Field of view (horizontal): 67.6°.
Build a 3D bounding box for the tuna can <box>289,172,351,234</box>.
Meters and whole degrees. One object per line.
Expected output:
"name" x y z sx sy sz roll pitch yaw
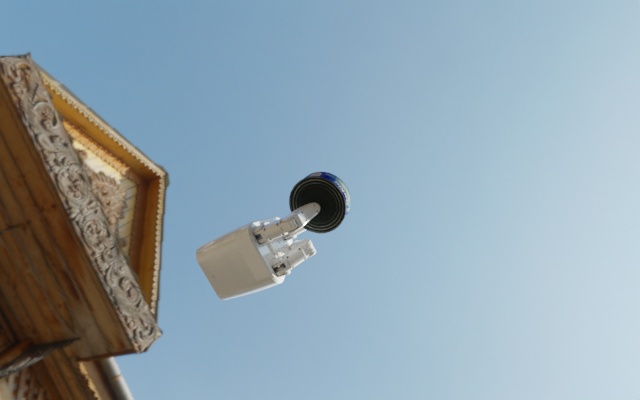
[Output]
"tuna can" 0.000 0.002 0.693 0.086 0.086 0.033 0 18 20
